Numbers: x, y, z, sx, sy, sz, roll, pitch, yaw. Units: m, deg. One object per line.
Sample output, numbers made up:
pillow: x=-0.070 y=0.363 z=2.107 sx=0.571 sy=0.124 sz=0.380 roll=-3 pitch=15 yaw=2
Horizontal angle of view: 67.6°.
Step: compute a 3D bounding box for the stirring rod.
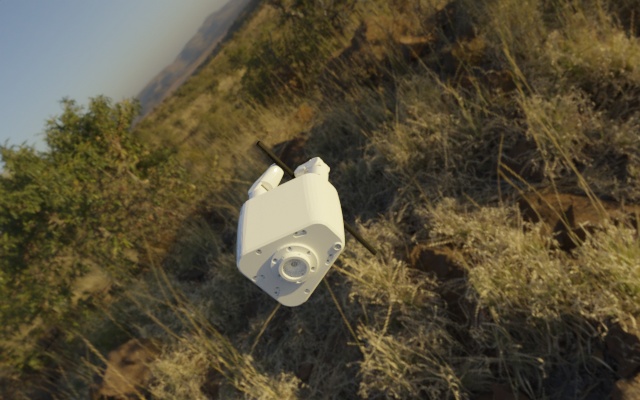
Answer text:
stirring rod: x=0.000 y=0.002 z=0.658 sx=0.239 sy=0.011 sz=0.011 roll=43 pitch=-20 yaw=-23
